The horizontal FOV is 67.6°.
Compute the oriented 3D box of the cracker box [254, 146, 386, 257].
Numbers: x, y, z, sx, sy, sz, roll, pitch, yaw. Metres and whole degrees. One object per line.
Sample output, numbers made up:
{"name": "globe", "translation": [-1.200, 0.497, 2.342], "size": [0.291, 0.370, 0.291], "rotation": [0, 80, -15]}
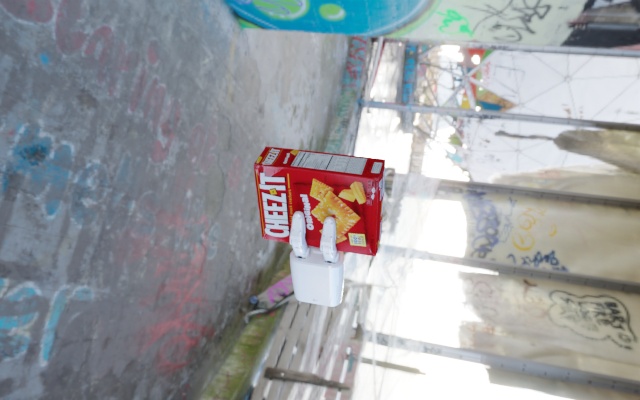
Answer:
{"name": "cracker box", "translation": [0.000, 0.003, 0.828], "size": [0.213, 0.164, 0.072], "rotation": [7, 36, 13]}
